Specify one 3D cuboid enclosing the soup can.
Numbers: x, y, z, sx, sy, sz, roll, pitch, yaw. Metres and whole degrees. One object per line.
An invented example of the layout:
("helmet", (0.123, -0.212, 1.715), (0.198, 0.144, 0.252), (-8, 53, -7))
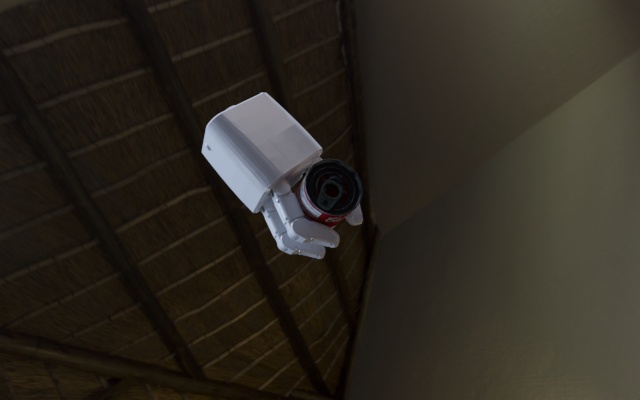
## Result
("soup can", (0.000, 0.002, 0.574), (0.068, 0.068, 0.102), (0, -20, -19))
